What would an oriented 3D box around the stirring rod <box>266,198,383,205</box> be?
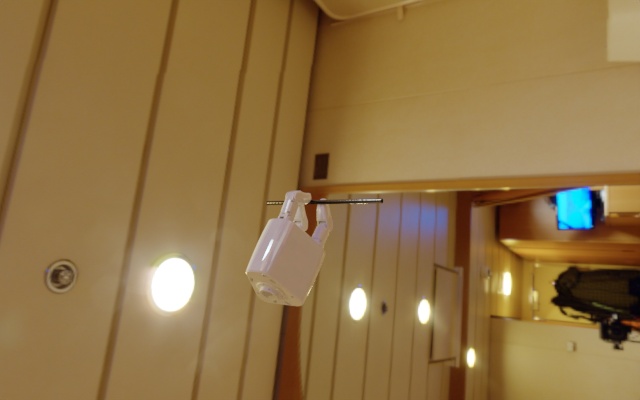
[{"bbox_3d":[0.000,0.003,0.857,0.239,0.011,0.011,-1,-1,32],"label":"stirring rod"}]
